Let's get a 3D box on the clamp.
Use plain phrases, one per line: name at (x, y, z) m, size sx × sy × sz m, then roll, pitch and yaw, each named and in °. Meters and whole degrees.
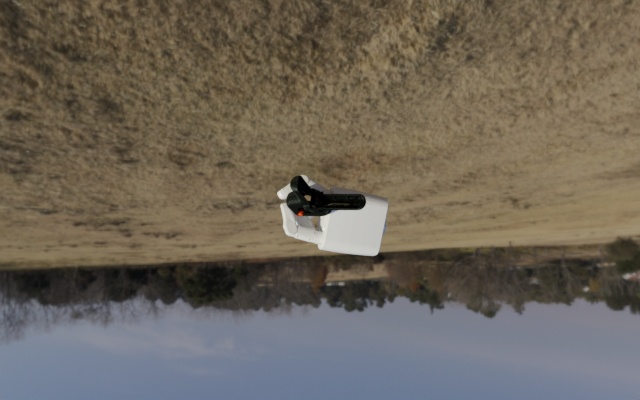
clamp at (0.000, 0.003, 0.777) m, size 0.120 × 0.039 × 0.171 m, roll 20°, pitch -13°, yaw -7°
